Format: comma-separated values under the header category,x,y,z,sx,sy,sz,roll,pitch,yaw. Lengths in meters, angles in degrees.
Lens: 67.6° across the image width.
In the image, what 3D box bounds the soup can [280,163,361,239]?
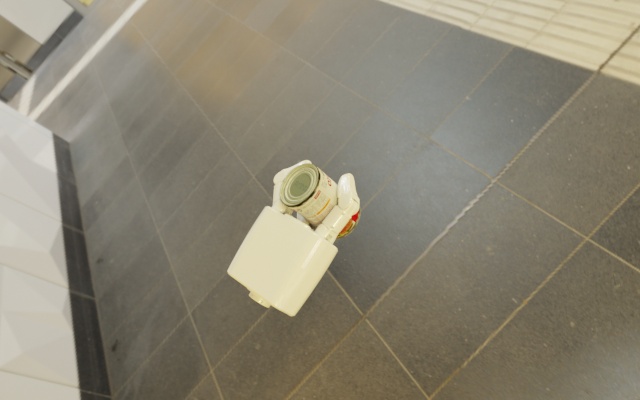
category,x,y,z,sx,sy,sz,roll,pitch,yaw
soup can,0.000,0.002,0.660,0.068,0.068,0.102,0,-28,41
